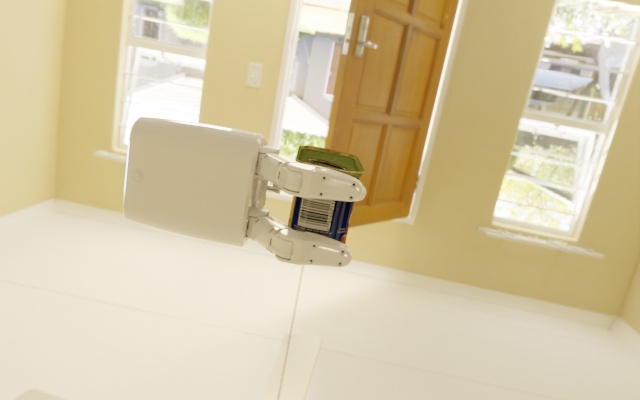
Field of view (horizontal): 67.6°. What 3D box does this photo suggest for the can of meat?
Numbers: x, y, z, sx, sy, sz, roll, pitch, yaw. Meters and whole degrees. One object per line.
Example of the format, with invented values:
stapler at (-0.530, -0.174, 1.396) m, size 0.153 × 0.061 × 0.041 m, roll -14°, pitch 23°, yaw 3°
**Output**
can of meat at (0.000, 0.002, 0.430) m, size 0.057 × 0.084 × 0.102 m, roll 11°, pitch 14°, yaw -3°
